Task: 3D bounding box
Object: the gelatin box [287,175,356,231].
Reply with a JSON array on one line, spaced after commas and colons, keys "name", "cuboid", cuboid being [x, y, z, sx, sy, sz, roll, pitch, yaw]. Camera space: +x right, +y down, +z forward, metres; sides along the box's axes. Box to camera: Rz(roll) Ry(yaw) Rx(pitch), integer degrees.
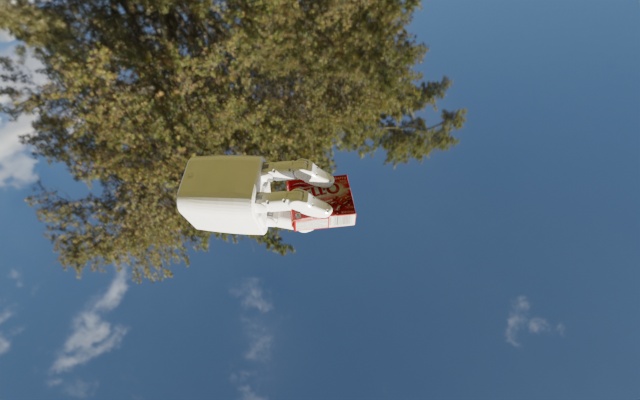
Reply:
[{"name": "gelatin box", "cuboid": [0.000, 0.002, 0.672, 0.089, 0.073, 0.030, -5, -39, -6]}]
